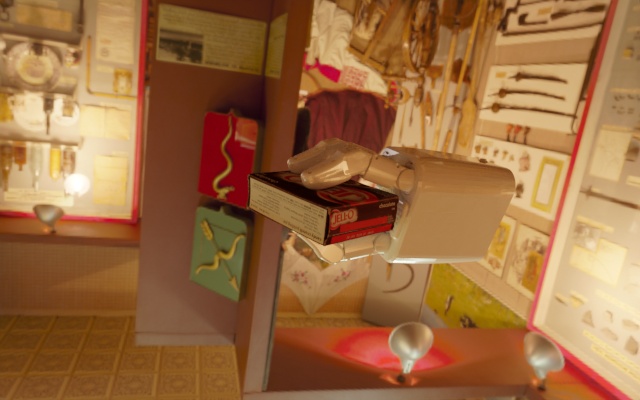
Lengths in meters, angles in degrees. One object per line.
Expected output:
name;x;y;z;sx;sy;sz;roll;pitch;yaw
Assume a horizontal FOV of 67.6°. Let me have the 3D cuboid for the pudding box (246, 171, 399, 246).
pudding box;0.000;0.002;0.438;0.090;0.039;0.113;-7;19;-43
